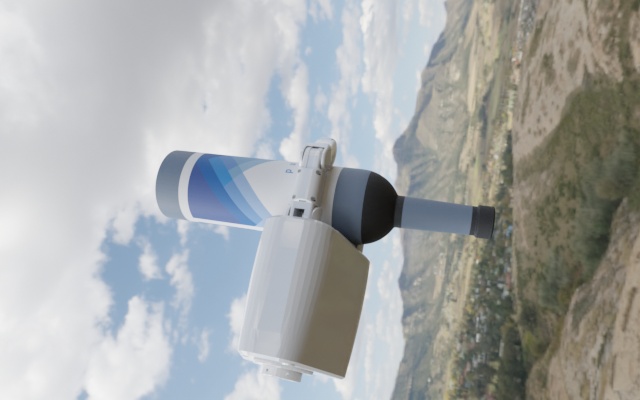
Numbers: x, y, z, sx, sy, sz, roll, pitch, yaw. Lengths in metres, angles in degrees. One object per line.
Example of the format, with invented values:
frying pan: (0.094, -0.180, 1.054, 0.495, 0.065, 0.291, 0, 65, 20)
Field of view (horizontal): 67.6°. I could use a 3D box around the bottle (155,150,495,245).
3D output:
bottle: (0.000, 0.001, 0.428, 0.295, 0.069, 0.069, 7, 2, 14)
